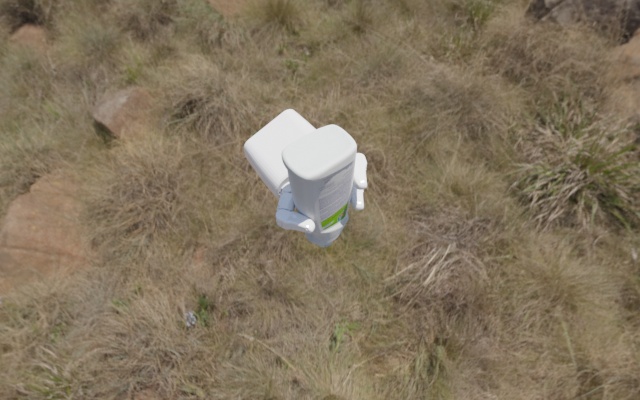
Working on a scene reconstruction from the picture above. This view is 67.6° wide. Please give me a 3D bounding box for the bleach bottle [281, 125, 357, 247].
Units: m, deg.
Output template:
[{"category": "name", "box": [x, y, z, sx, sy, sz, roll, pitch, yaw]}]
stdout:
[{"category": "bleach bottle", "box": [0.000, 0.002, 0.731, 0.102, 0.068, 0.251, -32, -29, -20]}]
